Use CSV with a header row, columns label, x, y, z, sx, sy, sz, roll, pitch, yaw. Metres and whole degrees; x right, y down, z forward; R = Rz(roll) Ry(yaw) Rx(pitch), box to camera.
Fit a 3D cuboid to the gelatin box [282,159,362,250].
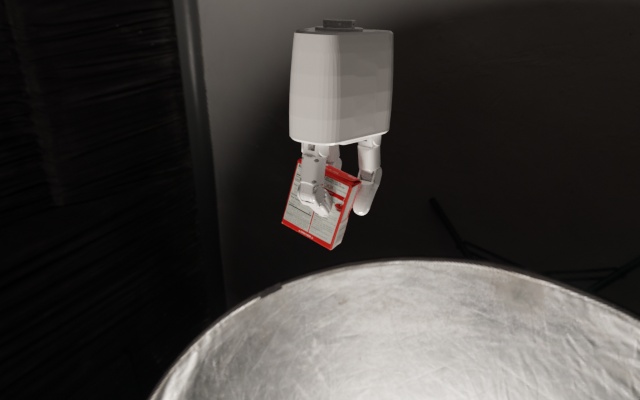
label,x,y,z,sx,sy,sz,roll,pitch,yaw
gelatin box,0.000,0.002,0.561,0.073,0.089,0.030,27,26,21
